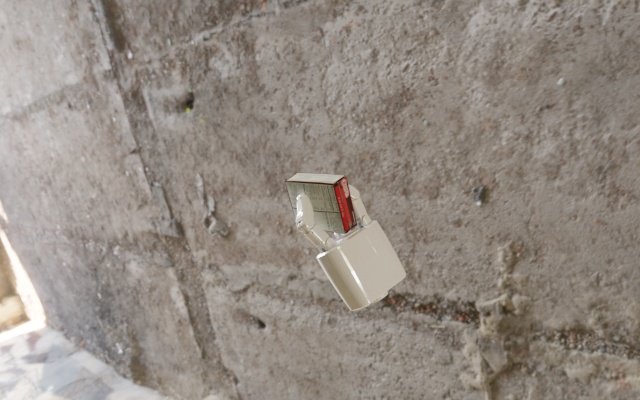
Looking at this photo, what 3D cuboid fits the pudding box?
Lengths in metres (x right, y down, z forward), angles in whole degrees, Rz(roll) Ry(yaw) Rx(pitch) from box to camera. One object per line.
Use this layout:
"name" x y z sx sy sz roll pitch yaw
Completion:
"pudding box" 0.000 0.003 0.783 0.113 0.090 0.039 5 28 40
